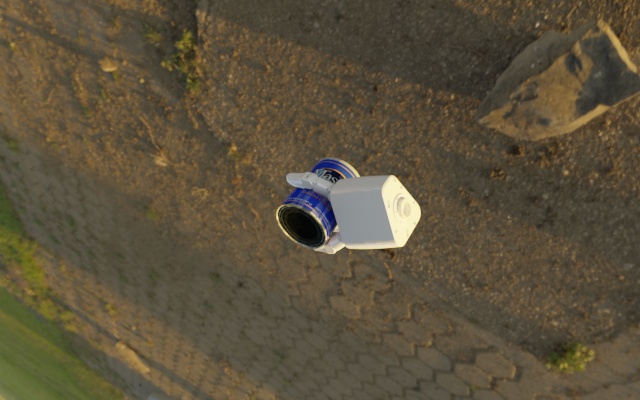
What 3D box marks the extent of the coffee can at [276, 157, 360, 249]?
[{"bbox_3d":[0.000,0.003,0.865,0.103,0.103,0.140,0,38,40],"label":"coffee can"}]
